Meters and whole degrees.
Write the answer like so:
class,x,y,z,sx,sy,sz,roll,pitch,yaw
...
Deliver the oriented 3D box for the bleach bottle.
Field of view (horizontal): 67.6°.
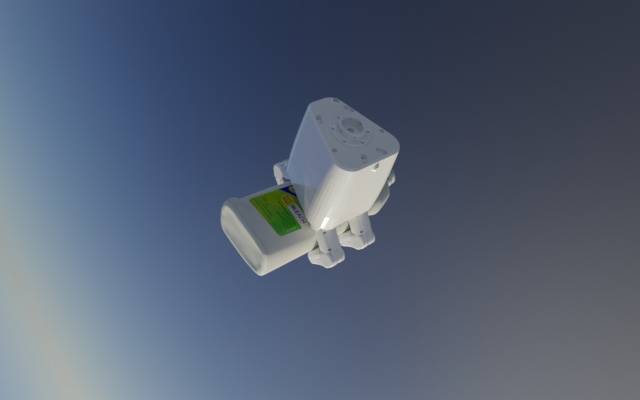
class,x,y,z,sx,sy,sz,roll,pitch,yaw
bleach bottle,0.000,0.002,0.641,0.251,0.102,0.068,-26,-26,-33
